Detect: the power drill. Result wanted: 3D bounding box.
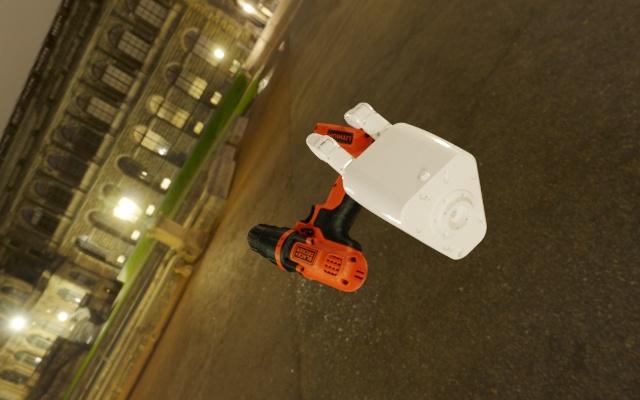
[{"bbox_3d":[0.000,0.002,0.589,0.184,0.187,0.057,15,-6,39],"label":"power drill"}]
